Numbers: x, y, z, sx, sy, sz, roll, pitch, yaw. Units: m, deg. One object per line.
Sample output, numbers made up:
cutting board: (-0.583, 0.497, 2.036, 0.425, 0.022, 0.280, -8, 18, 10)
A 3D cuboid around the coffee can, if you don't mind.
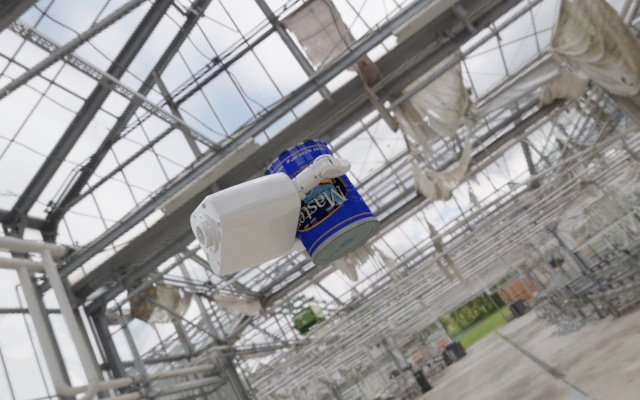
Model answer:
coffee can: (0.000, 0.002, 0.651, 0.103, 0.140, 0.103, -28, -21, -12)
